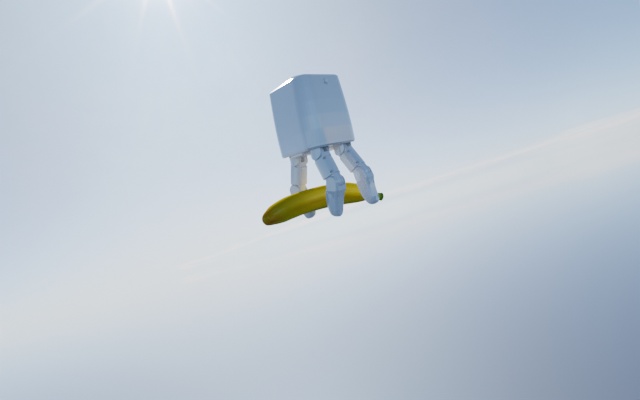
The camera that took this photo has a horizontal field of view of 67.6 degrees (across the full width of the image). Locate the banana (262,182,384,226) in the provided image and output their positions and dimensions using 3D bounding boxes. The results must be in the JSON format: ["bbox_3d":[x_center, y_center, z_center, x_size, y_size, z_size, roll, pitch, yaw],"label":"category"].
[{"bbox_3d":[-0.005,0.000,0.725,0.198,0.037,0.069,-14,10,-24],"label":"banana"}]
